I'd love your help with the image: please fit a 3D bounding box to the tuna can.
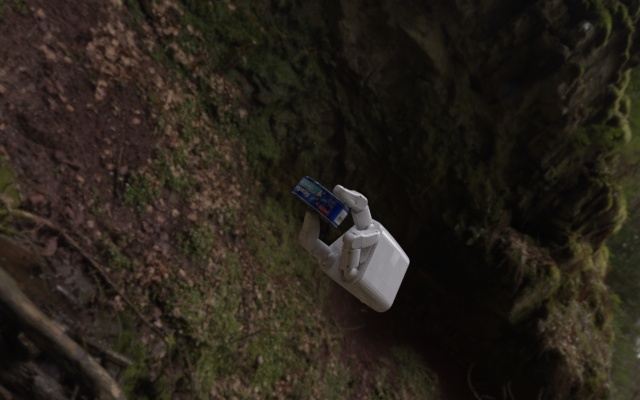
[{"bbox_3d":[0.000,0.002,0.701,0.086,0.034,0.086,38,-4,3],"label":"tuna can"}]
